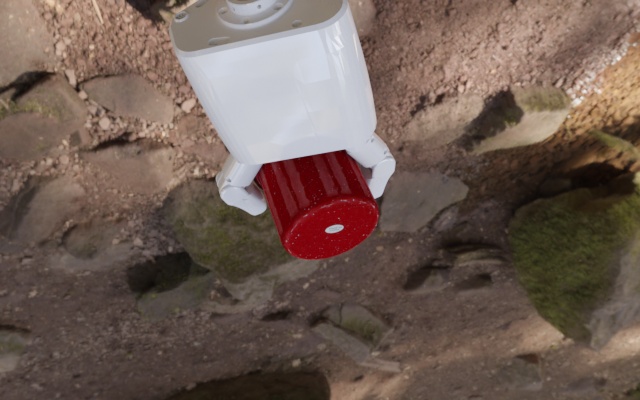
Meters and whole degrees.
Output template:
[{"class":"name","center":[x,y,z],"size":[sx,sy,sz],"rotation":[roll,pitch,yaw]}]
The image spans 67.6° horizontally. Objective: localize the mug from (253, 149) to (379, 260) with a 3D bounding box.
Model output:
[{"class":"mug","center":[0.000,0.002,0.406],"size":[0.093,0.081,0.117],"rotation":[-23,-35,0]}]
